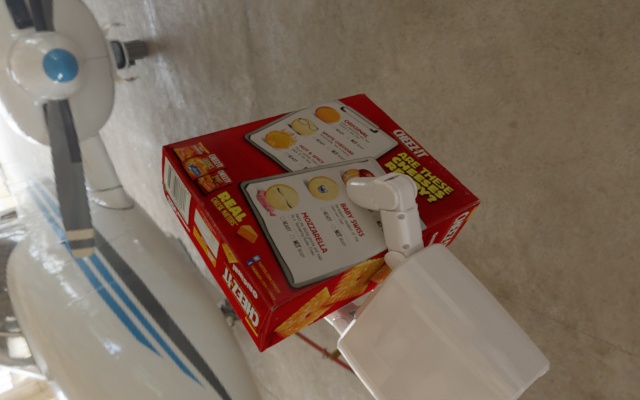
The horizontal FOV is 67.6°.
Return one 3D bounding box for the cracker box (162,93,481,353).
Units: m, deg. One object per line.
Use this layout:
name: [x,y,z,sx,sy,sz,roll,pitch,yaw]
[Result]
cracker box: [0.000,0.001,0.406,0.213,0.164,0.072,-22,-32,-33]
